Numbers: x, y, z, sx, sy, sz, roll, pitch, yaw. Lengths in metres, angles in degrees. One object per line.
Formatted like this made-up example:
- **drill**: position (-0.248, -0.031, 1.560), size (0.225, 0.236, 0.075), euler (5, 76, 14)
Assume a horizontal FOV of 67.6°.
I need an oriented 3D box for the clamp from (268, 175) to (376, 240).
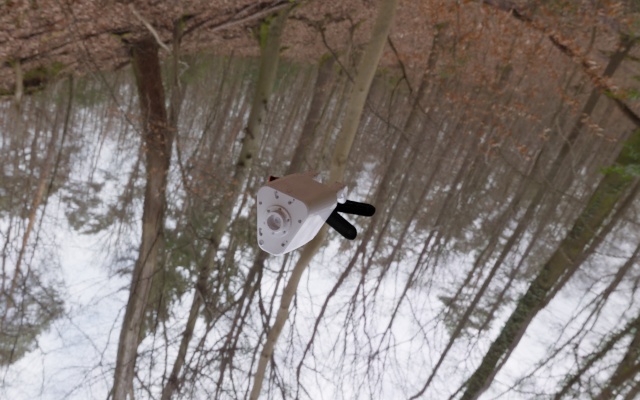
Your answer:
- **clamp**: position (-0.001, 0.003, 0.893), size (0.210, 0.036, 0.164), euler (25, 20, 18)
